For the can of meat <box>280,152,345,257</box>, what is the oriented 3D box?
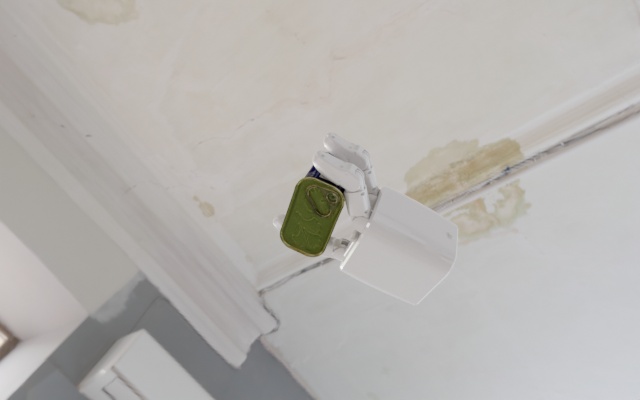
[{"bbox_3d":[0.000,0.002,0.570,0.057,0.102,0.084,24,33,4],"label":"can of meat"}]
